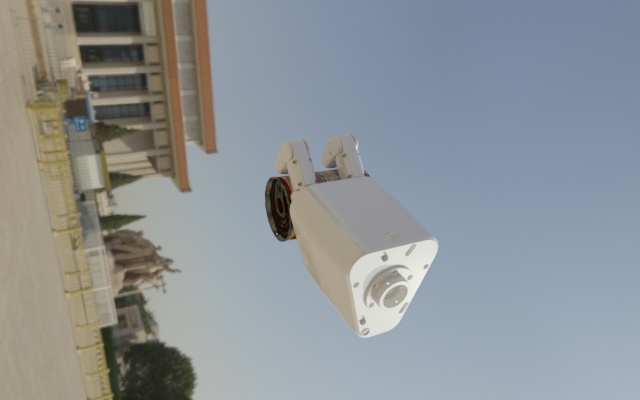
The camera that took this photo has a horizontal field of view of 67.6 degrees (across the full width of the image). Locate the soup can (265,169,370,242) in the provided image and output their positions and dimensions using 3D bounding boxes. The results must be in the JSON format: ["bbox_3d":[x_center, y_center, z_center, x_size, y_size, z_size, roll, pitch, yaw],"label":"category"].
[{"bbox_3d":[0.000,0.001,0.512,0.102,0.068,0.068,-10,4,-26],"label":"soup can"}]
